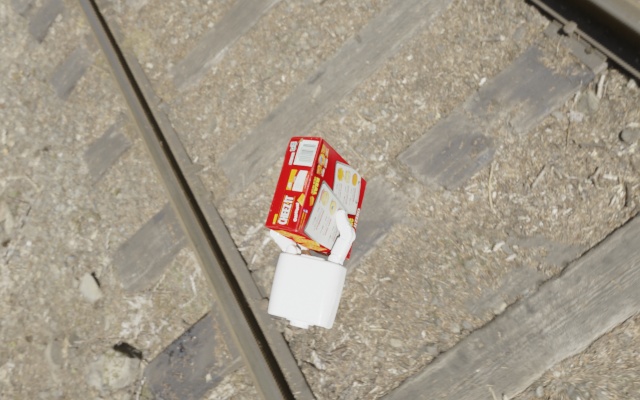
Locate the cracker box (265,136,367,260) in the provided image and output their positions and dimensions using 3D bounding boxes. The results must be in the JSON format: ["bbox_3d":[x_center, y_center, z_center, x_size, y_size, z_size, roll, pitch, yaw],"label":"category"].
[{"bbox_3d":[0.000,0.003,0.859,0.072,0.164,0.214,7,-15,29],"label":"cracker box"}]
